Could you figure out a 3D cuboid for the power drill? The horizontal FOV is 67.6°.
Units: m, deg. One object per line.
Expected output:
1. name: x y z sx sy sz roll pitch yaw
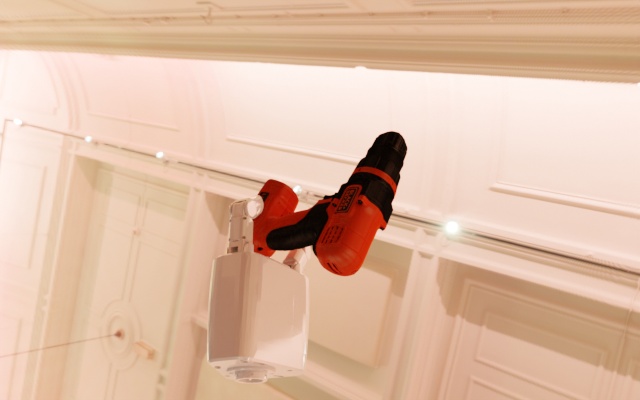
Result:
1. power drill: 0.000 0.002 0.544 0.187 0.184 0.057 -9 -49 44
